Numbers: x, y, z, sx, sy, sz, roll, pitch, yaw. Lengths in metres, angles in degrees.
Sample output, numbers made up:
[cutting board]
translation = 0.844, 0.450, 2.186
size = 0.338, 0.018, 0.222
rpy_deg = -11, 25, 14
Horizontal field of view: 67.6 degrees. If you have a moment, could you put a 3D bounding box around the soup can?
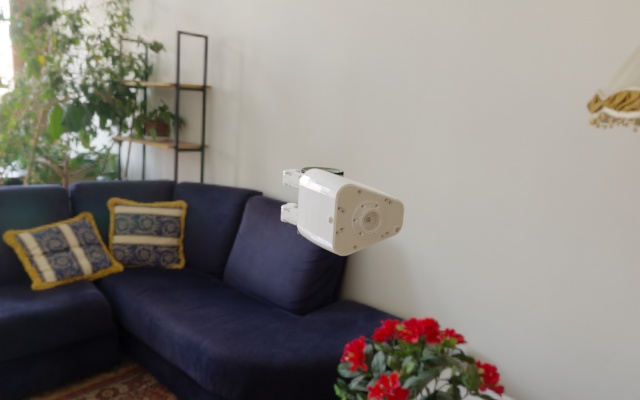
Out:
[soup can]
translation = 0.000, 0.002, 0.744
size = 0.068, 0.102, 0.068
rpy_deg = 3, 11, -1
